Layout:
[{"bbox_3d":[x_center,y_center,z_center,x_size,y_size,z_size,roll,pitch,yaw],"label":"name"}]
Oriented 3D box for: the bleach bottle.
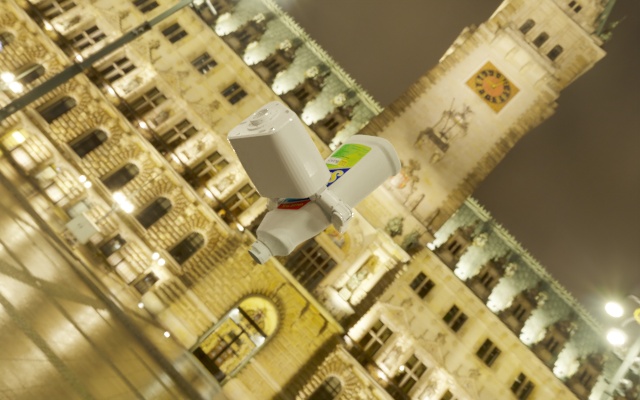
[{"bbox_3d":[0.000,0.002,0.699,0.250,0.068,0.102,-42,34,-21],"label":"bleach bottle"}]
